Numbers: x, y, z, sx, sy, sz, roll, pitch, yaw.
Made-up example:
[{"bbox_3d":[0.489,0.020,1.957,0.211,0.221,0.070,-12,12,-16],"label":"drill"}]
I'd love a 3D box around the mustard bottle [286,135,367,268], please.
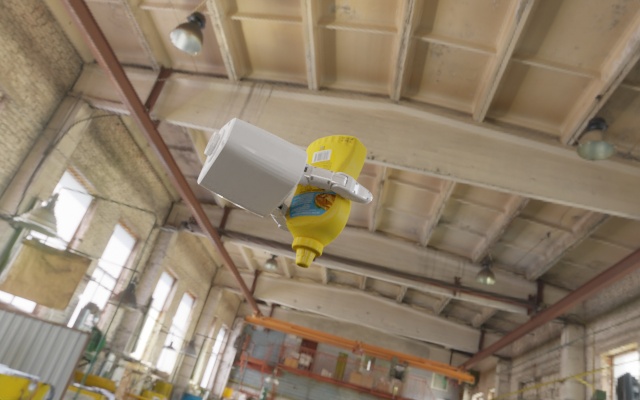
[{"bbox_3d":[0.000,0.002,0.666,0.096,0.191,0.058,-5,-33,38],"label":"mustard bottle"}]
